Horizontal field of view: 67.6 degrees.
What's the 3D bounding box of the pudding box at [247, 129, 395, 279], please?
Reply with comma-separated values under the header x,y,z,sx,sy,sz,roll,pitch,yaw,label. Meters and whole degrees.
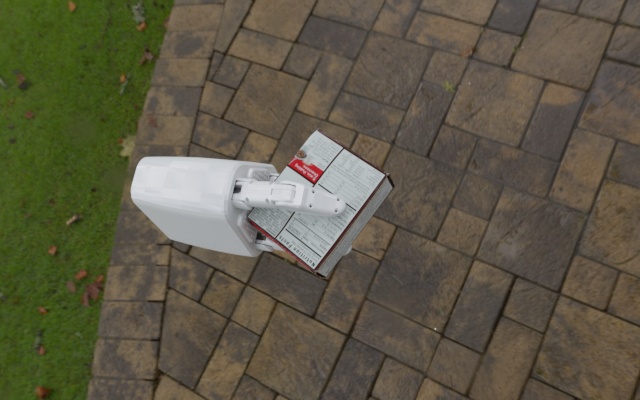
x,y,z,sx,sy,sz,roll,pitch,yaw,label
0.000,0.001,0.447,0.090,0.113,0.039,36,-2,22,pudding box
